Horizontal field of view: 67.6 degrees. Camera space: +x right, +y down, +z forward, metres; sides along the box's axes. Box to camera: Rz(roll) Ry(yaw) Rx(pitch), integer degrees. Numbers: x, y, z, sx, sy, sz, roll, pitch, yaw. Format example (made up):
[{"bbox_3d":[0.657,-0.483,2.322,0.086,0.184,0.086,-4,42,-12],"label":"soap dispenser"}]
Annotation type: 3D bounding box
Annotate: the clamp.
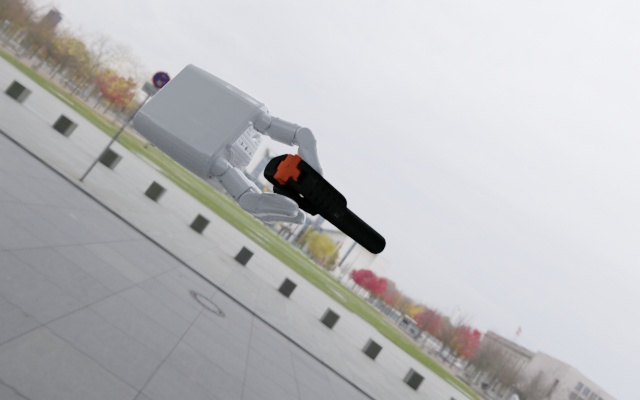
[{"bbox_3d":[0.000,0.001,0.517,0.164,0.036,0.210,30,-7,11],"label":"clamp"}]
